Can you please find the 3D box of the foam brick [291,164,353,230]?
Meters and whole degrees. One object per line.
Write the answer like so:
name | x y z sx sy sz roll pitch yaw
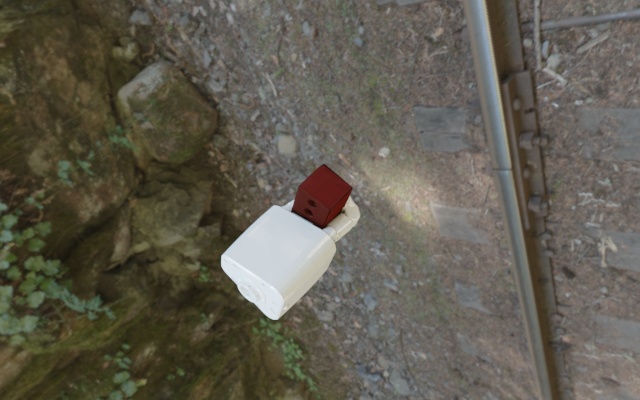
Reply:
foam brick | 0.000 0.002 0.635 0.051 0.053 0.078 -43 -15 -32
